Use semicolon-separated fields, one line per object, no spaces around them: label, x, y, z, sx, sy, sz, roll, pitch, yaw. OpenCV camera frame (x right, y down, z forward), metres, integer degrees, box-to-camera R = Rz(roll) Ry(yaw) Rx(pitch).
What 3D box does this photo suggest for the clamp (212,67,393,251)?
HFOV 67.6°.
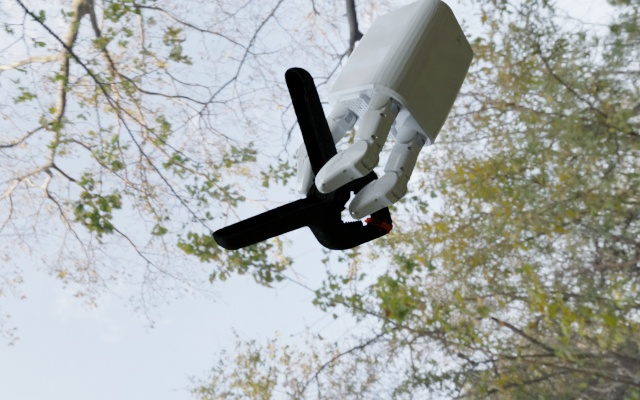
clamp;0.000;0.001;0.458;0.036;0.164;0.210;18;-15;44
